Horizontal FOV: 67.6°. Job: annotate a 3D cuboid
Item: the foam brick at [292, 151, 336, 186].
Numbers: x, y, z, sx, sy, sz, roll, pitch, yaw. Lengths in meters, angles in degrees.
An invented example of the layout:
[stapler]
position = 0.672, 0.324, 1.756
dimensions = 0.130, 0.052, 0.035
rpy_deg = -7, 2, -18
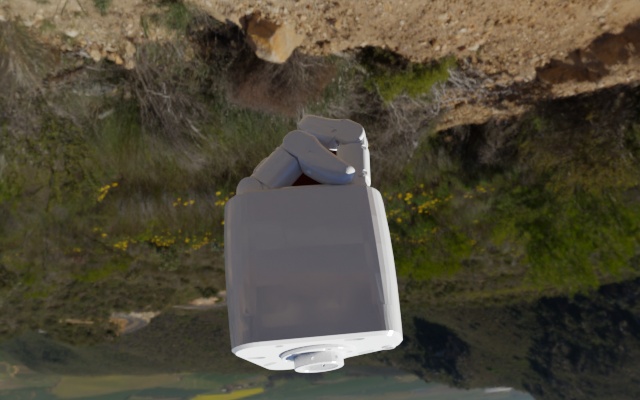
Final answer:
[foam brick]
position = 0.000, 0.001, 0.414
dimensions = 0.053, 0.051, 0.078
rpy_deg = -12, -29, 10
